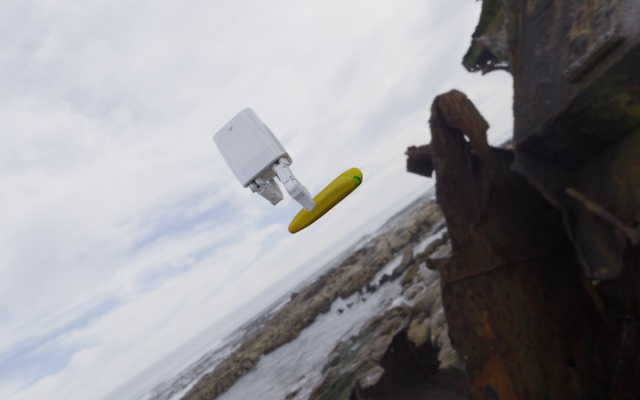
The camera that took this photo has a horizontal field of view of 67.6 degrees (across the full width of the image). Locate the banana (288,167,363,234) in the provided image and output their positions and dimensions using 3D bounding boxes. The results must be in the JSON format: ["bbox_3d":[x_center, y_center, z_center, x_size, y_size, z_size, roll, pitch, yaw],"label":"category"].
[{"bbox_3d":[0.013,-0.005,0.816,0.069,0.037,0.198,-29,-9,-48],"label":"banana"}]
